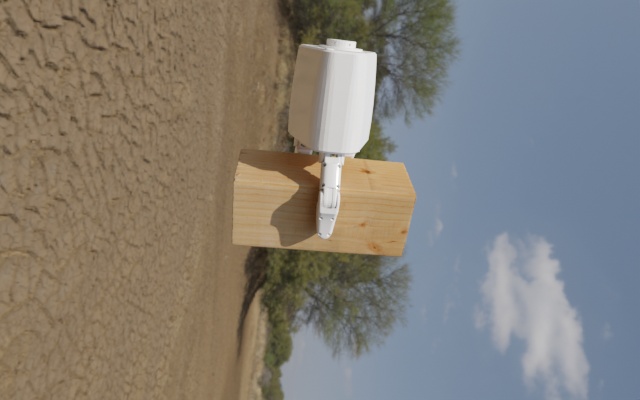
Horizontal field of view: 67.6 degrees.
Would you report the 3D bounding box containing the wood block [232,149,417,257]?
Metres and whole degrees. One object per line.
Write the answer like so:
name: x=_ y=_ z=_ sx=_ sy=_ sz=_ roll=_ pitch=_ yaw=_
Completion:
wood block: x=0.000 y=0.002 z=0.586 sx=0.206 sy=0.090 sz=0.090 roll=5 pitch=31 yaw=-5
